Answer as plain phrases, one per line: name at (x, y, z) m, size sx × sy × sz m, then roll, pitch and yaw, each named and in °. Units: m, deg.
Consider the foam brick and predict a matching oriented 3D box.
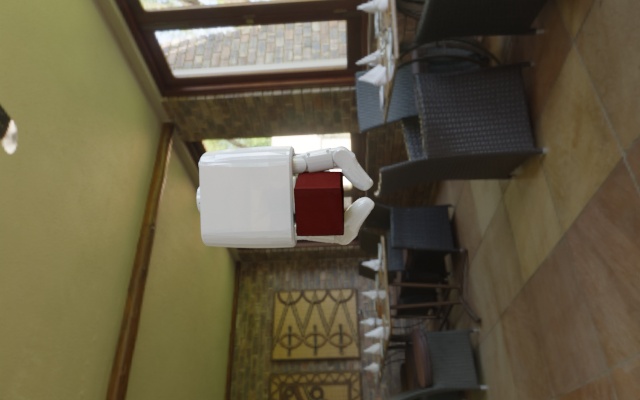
foam brick at (0.000, 0.002, 0.522) m, size 0.051 × 0.053 × 0.078 m, roll -1°, pitch 17°, yaw 2°
